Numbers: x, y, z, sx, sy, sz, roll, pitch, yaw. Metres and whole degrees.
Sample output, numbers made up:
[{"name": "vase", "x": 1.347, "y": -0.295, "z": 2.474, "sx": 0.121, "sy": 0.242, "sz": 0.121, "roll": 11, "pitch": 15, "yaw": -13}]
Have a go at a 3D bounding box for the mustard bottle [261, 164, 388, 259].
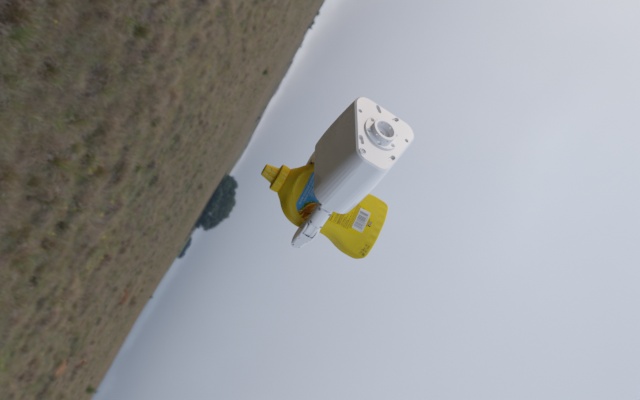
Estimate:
[{"name": "mustard bottle", "x": 0.000, "y": 0.003, "z": 0.700, "sx": 0.191, "sy": 0.096, "sz": 0.058, "roll": 30, "pitch": -16, "yaw": -12}]
